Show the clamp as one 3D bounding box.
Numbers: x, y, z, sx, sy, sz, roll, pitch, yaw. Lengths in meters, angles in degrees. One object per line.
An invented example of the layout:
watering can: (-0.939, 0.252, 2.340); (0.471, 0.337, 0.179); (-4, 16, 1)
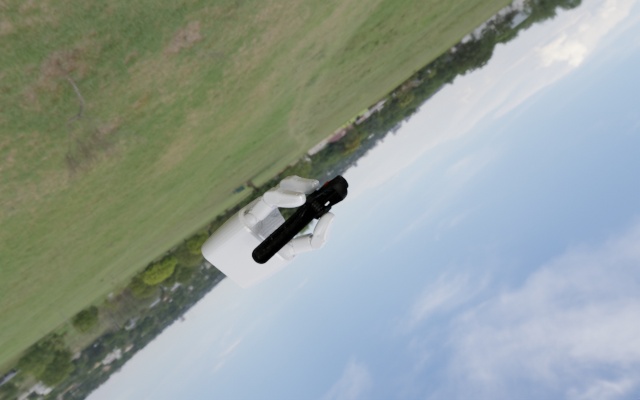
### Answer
clamp: (0.001, 0.003, 0.687); (0.164, 0.036, 0.210); (-38, 3, 30)
